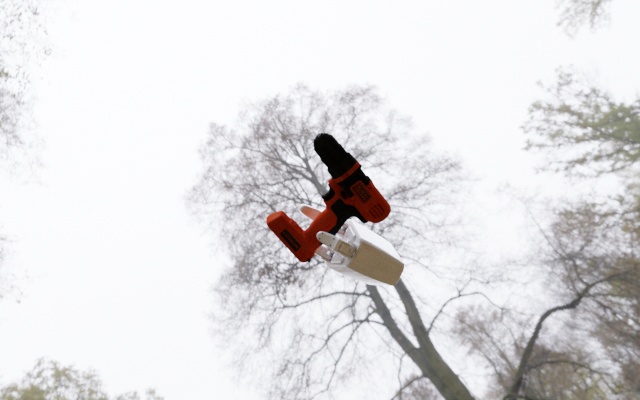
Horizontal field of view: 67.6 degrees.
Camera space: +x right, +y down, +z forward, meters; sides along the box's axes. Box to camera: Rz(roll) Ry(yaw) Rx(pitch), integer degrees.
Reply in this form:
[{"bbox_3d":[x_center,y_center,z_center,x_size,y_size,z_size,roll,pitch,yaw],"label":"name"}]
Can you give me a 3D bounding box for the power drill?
[{"bbox_3d":[0.000,0.003,0.818,0.188,0.184,0.057,-38,11,11],"label":"power drill"}]
